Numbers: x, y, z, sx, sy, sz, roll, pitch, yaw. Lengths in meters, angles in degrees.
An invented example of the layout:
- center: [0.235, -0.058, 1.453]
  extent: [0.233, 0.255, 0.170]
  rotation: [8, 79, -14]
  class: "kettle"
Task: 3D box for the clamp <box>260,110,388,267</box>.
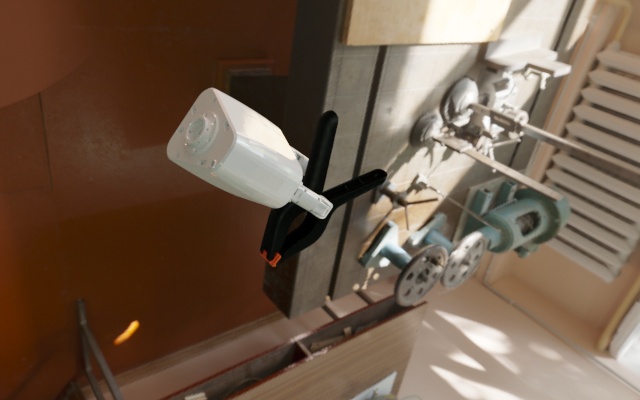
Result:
- center: [0.000, 0.003, 0.646]
  extent: [0.165, 0.210, 0.036]
  rotation: [30, 6, -47]
  class: "clamp"
